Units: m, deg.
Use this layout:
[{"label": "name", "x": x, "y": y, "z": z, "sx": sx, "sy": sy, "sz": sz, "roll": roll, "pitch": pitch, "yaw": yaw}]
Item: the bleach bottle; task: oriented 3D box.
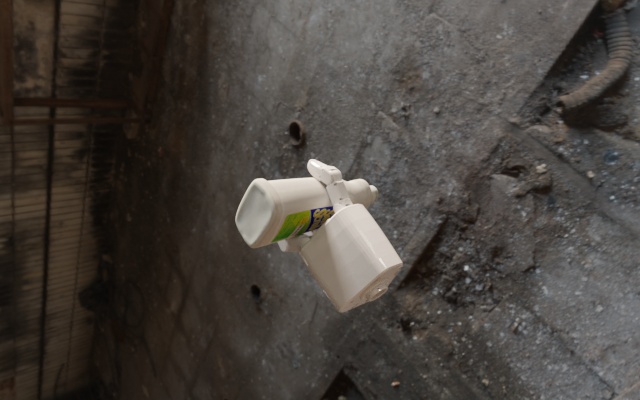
[{"label": "bleach bottle", "x": 0.000, "y": 0.002, "z": 0.724, "sx": 0.251, "sy": 0.068, "sz": 0.103, "roll": -12, "pitch": -32, "yaw": -42}]
